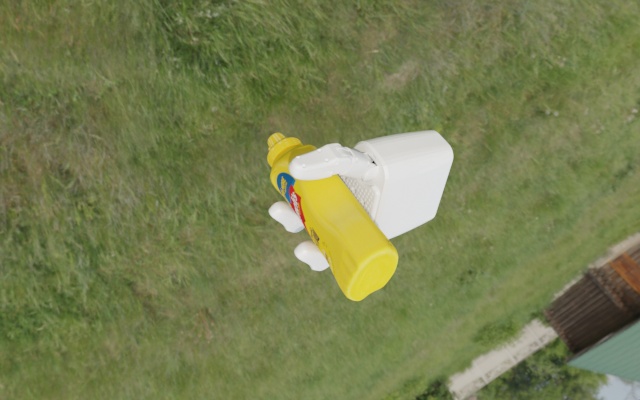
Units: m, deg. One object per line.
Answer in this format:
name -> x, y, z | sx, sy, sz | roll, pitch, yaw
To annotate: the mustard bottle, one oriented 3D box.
mustard bottle -> 0.000, 0.002, 0.475 | 0.058, 0.191, 0.096 | -29, -28, -11
